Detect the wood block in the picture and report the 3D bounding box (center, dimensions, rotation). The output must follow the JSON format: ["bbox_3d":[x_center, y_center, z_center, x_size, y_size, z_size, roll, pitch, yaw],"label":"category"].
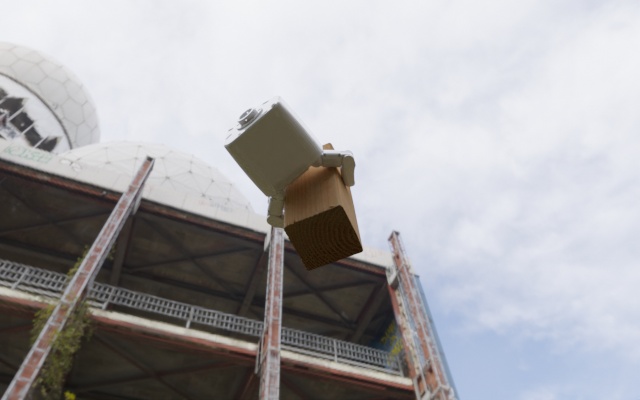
[{"bbox_3d":[0.000,0.002,0.758,0.091,0.090,0.206,-21,30,10],"label":"wood block"}]
